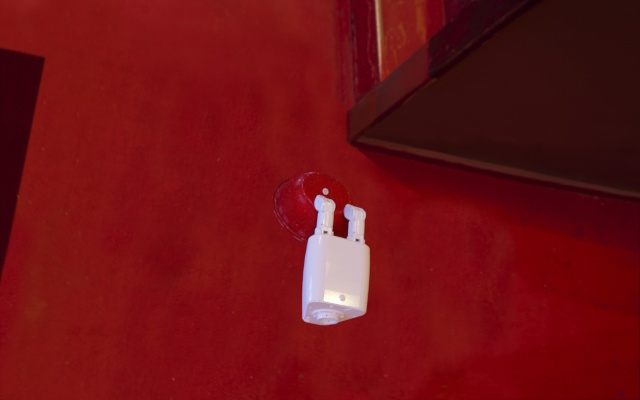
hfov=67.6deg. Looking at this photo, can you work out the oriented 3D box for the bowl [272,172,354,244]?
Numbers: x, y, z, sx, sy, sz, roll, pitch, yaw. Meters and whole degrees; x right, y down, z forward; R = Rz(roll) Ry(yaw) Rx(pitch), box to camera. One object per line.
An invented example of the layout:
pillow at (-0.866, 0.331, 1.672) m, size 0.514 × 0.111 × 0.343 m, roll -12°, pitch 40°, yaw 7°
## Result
bowl at (0.000, 0.001, 0.841) m, size 0.162 × 0.162 × 0.055 m, roll 0°, pitch -39°, yaw -31°
